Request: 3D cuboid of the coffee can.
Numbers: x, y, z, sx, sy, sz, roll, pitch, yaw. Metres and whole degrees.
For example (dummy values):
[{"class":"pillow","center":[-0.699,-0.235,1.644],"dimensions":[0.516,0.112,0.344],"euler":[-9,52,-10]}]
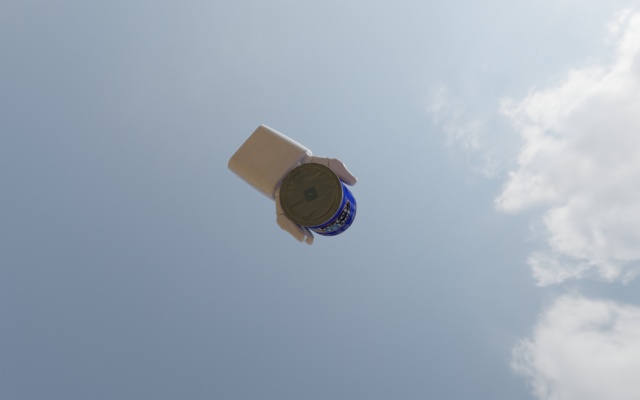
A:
[{"class":"coffee can","center":[0.000,0.003,0.814],"dimensions":[0.103,0.102,0.140],"euler":[0,-11,14]}]
